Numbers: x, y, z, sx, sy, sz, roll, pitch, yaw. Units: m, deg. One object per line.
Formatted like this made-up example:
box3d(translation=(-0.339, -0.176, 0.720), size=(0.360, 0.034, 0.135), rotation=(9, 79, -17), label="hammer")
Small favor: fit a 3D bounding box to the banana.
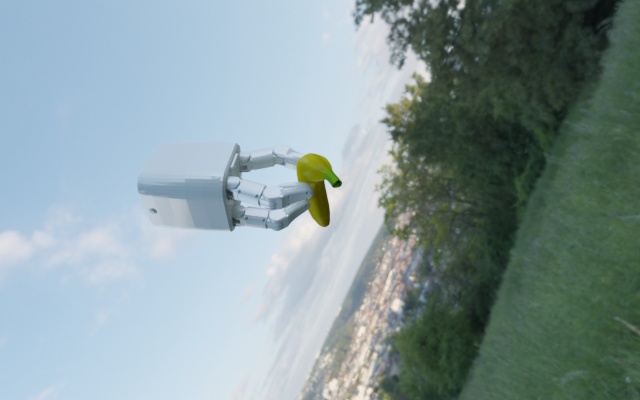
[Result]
box3d(translation=(-0.006, -0.016, 0.616), size=(0.037, 0.069, 0.198), rotation=(-20, -14, -7), label="banana")
